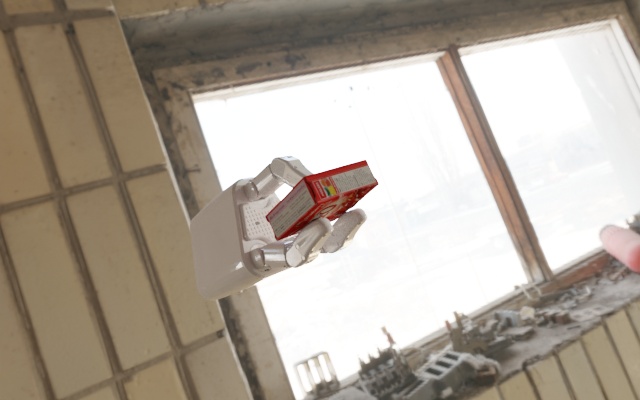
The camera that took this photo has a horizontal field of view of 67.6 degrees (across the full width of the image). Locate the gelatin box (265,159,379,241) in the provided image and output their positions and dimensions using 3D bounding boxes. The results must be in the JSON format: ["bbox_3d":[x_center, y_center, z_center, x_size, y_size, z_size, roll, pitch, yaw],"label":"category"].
[{"bbox_3d":[0.000,0.001,0.442,0.073,0.030,0.089,-17,-16,-36],"label":"gelatin box"}]
